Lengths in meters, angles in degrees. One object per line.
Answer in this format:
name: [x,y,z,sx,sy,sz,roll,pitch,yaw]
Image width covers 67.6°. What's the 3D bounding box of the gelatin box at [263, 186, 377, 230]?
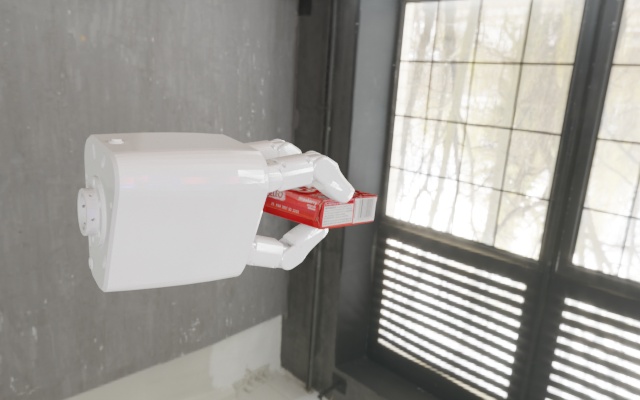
gelatin box: [0.000,0.002,0.461,0.073,0.030,0.089,16,13,38]
